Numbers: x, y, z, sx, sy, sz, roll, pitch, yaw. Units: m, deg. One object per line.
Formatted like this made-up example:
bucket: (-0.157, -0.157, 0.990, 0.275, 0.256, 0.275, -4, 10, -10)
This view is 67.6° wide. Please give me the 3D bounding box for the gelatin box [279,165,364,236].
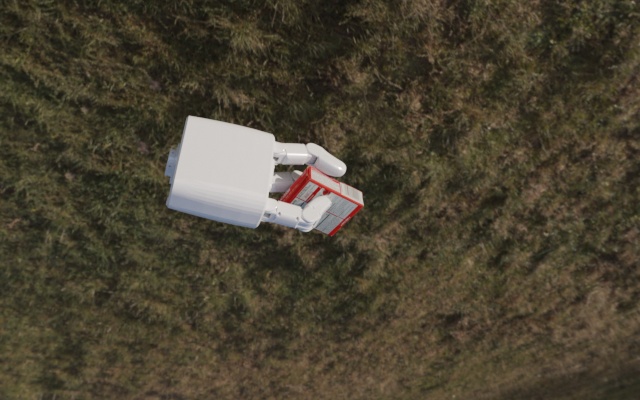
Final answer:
gelatin box: (0.000, 0.003, 0.630, 0.089, 0.030, 0.073, 26, -52, -24)
